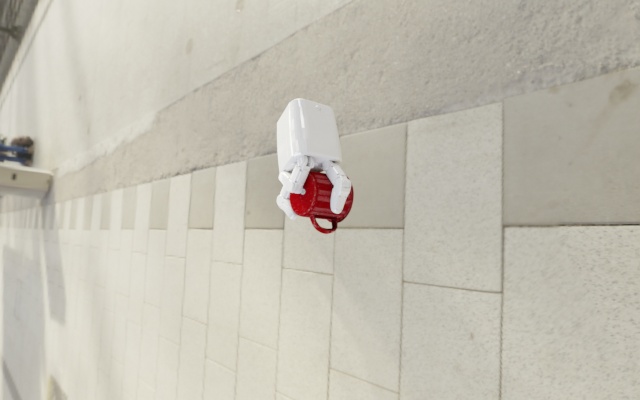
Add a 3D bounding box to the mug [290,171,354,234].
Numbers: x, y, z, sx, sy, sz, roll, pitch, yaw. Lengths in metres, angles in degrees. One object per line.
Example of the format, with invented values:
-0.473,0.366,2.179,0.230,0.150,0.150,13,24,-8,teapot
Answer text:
0.000,0.004,0.846,0.081,0.117,0.093,8,-23,-38,mug
